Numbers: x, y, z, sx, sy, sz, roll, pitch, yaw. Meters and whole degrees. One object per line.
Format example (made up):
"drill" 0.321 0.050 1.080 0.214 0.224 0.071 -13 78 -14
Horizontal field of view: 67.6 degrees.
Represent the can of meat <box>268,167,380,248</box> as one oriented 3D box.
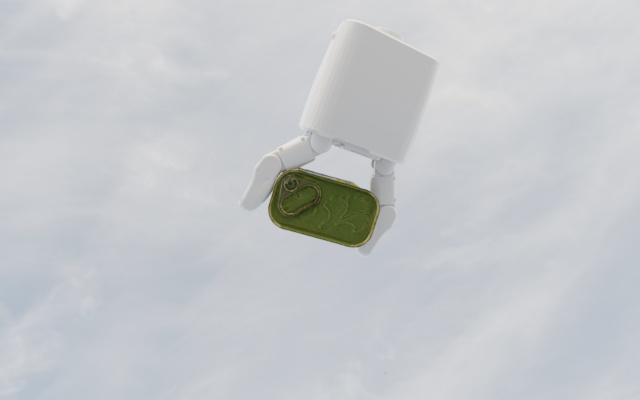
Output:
"can of meat" 0.000 0.002 0.481 0.102 0.057 0.084 16 8 -8
